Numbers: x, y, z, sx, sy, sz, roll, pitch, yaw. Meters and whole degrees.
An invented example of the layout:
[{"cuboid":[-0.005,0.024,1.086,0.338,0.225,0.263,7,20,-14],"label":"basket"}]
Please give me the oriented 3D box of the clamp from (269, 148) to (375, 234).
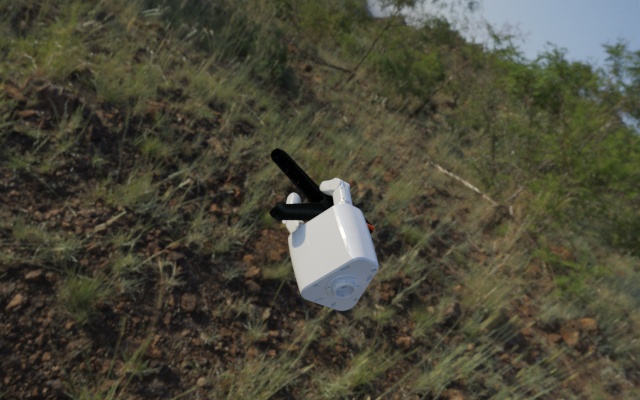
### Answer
[{"cuboid":[0.001,0.002,0.776,0.210,0.164,0.036,26,-57,-31],"label":"clamp"}]
